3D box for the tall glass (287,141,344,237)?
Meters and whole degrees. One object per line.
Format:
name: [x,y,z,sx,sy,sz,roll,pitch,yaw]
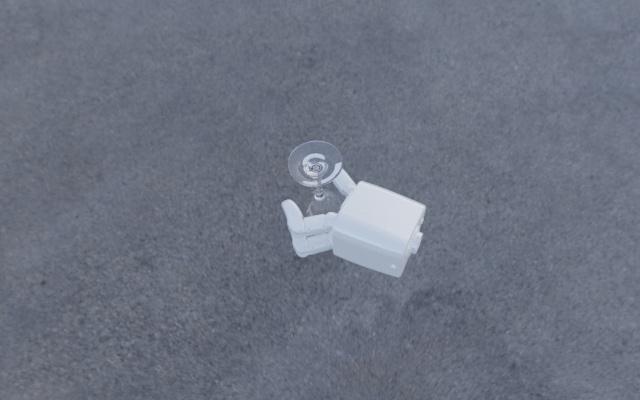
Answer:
tall glass: [0.000,0.002,0.716,0.079,0.079,0.201,0,-32,4]
